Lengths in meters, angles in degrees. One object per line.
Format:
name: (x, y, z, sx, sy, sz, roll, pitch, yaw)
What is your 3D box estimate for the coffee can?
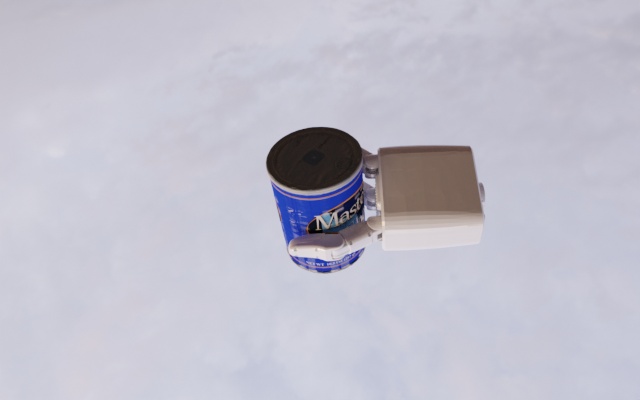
coffee can: (0.000, 0.002, 0.550, 0.103, 0.102, 0.140, 0, -44, 8)
